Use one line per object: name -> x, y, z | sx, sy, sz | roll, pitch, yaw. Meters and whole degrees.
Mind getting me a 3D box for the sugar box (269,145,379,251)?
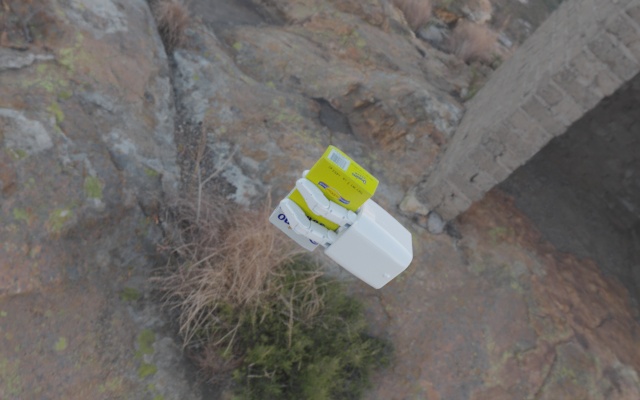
sugar box -> 0.000, 0.003, 0.749 | 0.176, 0.093, 0.048 | -47, 8, 39
